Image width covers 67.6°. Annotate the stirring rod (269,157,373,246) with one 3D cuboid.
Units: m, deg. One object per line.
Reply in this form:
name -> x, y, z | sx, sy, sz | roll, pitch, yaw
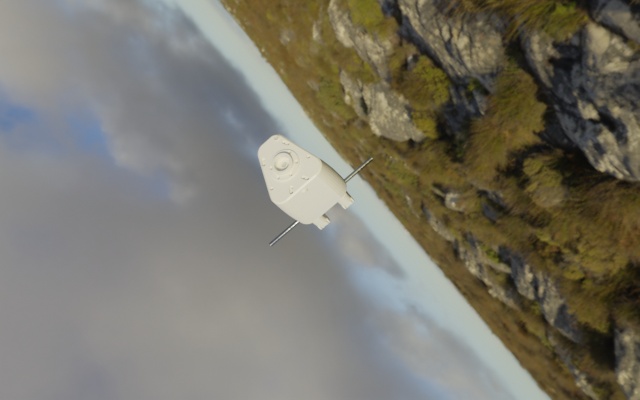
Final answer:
stirring rod -> 0.000, 0.003, 0.855 | 0.239, 0.011, 0.011 | -40, -5, 6
